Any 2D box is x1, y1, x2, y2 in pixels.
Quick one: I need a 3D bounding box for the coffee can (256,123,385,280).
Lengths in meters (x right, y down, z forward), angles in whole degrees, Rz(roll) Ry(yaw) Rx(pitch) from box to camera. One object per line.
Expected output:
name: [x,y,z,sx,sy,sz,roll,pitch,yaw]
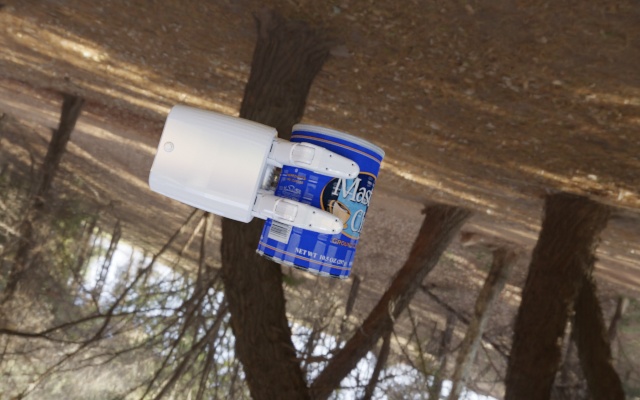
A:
coffee can: [0.000,0.002,0.510,0.103,0.140,0.103,17,-2,1]
